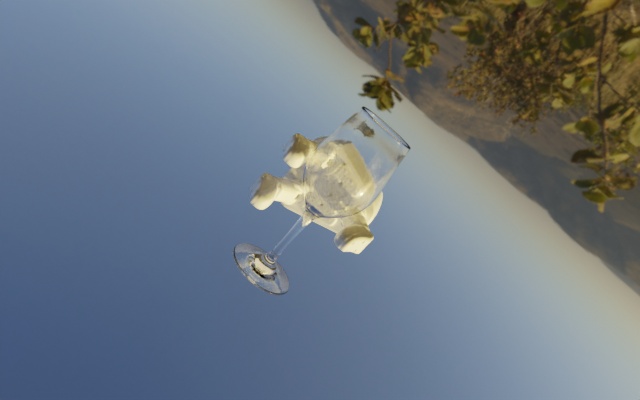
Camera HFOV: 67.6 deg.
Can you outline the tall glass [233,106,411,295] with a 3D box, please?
[{"bbox_3d":[0.000,0.002,0.483,0.079,0.201,0.079,37,17,-14],"label":"tall glass"}]
